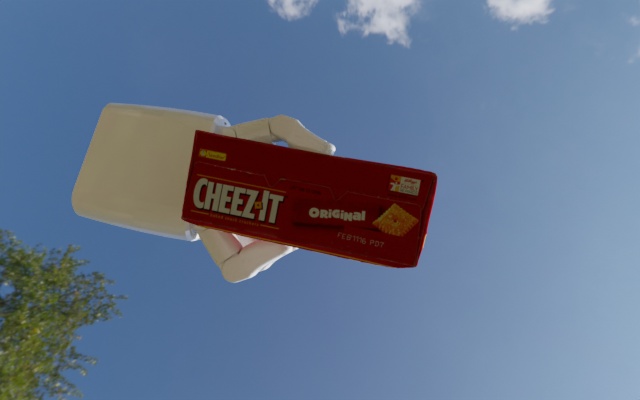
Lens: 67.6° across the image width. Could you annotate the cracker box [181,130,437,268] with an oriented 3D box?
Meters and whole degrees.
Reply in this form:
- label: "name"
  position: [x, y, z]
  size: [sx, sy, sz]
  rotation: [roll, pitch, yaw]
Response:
- label: "cracker box"
  position: [0.000, 0.001, 0.414]
  size: [0.164, 0.072, 0.213]
  rotation: [10, 1, 6]
